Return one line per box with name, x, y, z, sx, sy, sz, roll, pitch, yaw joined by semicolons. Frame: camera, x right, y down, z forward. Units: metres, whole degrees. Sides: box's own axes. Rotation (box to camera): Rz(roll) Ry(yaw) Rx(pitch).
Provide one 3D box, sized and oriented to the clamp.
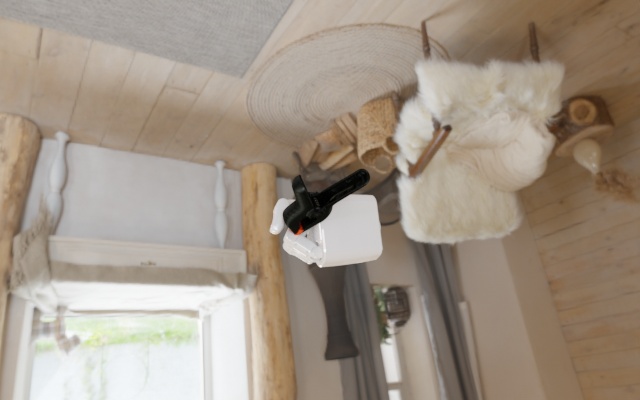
clamp;0.000;0.003;0.716;0.120;0.039;0.171;-6;-23;-19
